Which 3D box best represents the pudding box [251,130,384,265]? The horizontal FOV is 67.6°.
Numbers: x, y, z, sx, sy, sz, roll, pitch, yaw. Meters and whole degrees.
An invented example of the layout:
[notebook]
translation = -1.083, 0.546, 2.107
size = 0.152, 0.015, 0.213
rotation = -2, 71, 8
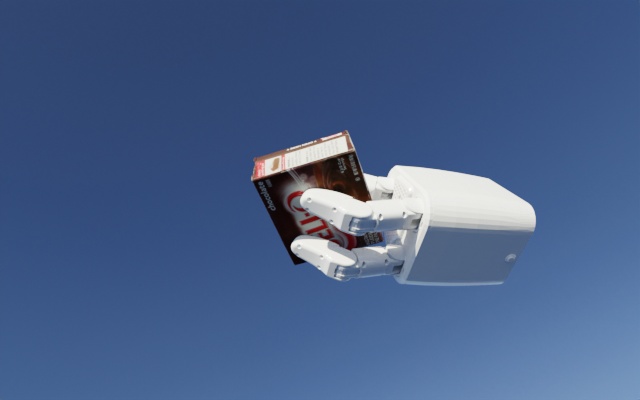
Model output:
[pudding box]
translation = 0.000, 0.001, 0.432
size = 0.090, 0.114, 0.039
rotation = -17, 36, 7
